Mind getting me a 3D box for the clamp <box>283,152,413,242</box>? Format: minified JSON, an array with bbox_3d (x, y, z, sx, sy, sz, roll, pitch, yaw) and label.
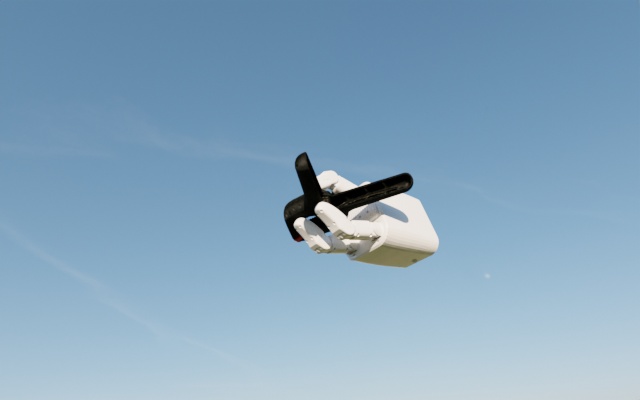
[{"bbox_3d":[0.000,0.002,0.656,0.164,0.036,0.210,14,-33,-30],"label":"clamp"}]
